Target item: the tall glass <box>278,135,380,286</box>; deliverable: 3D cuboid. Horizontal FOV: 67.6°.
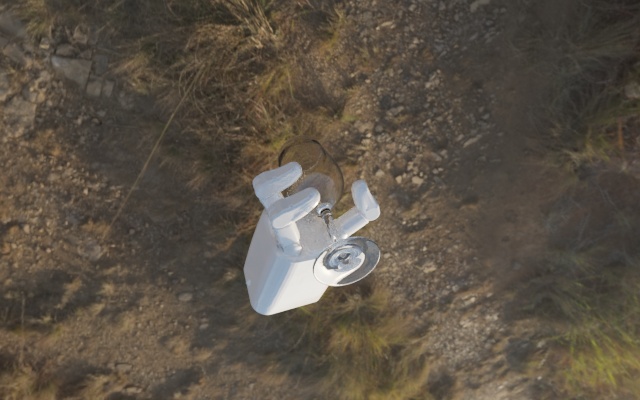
[{"bbox_3d":[0.000,0.002,0.570,0.079,0.079,0.201,0,40,-21],"label":"tall glass"}]
